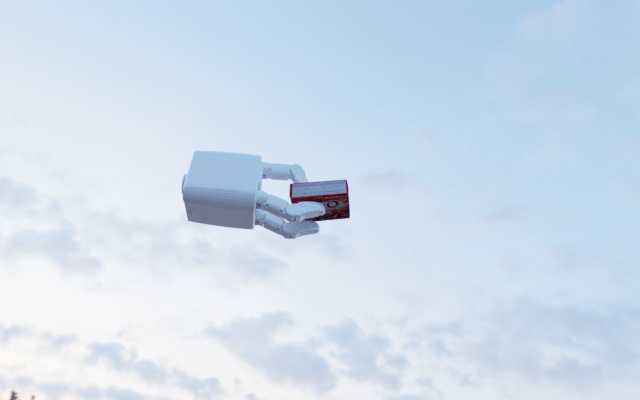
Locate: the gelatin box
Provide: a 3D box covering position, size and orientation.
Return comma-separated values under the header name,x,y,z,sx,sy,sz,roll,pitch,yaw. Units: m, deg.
name,x,y,z,sx,sy,sz,roll,pitch,yaw
gelatin box,0.000,0.002,0.736,0.089,0.030,0.073,-5,-34,3
